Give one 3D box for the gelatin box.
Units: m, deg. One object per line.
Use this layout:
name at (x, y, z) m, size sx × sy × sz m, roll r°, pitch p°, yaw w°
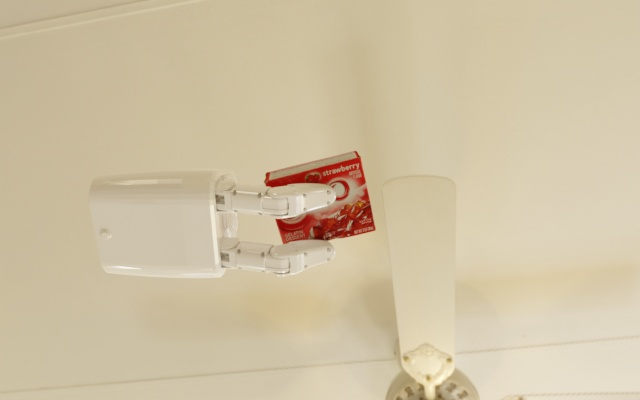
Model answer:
gelatin box at (0.000, 0.001, 0.439) m, size 0.089 × 0.073 × 0.030 m, roll -14°, pitch 20°, yaw 1°
